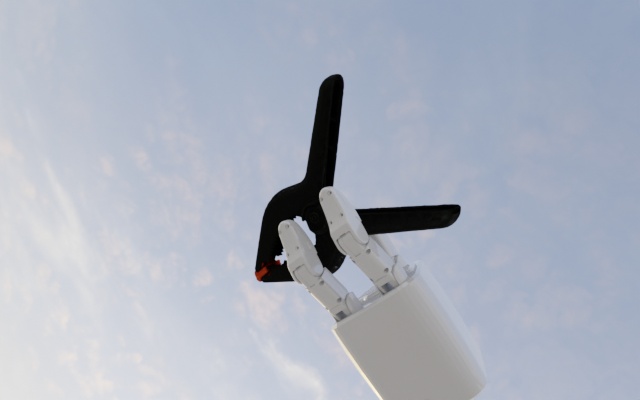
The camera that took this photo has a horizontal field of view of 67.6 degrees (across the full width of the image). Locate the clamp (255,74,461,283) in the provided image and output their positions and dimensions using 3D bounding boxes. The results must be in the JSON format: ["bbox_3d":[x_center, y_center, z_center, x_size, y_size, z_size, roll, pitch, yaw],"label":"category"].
[{"bbox_3d":[0.000,0.002,0.446,0.210,0.164,0.036,-39,-11,30],"label":"clamp"}]
